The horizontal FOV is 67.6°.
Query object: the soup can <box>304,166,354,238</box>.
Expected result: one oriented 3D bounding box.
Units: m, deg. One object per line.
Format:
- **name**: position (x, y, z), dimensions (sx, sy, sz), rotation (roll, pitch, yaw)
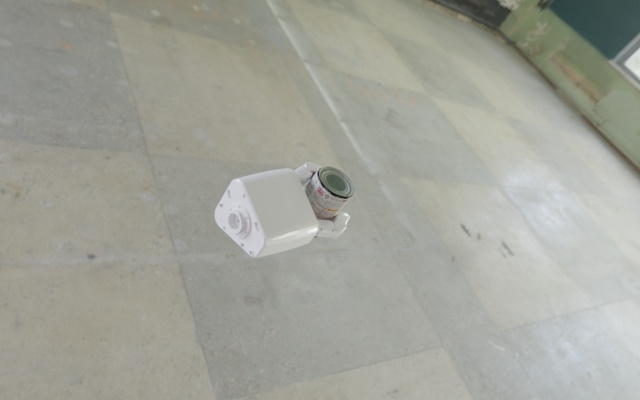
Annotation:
- **soup can**: position (0.001, 0.002, 0.770), dimensions (0.068, 0.068, 0.102), rotation (0, -40, -41)
